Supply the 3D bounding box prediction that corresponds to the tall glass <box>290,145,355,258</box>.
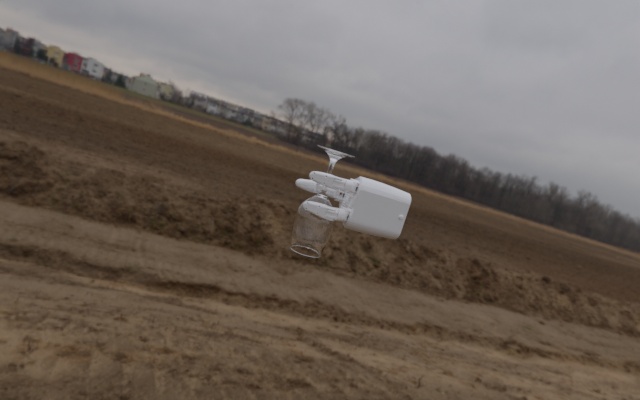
[{"bbox_3d":[0.000,0.002,0.896,0.079,0.201,0.079,17,7,-2],"label":"tall glass"}]
